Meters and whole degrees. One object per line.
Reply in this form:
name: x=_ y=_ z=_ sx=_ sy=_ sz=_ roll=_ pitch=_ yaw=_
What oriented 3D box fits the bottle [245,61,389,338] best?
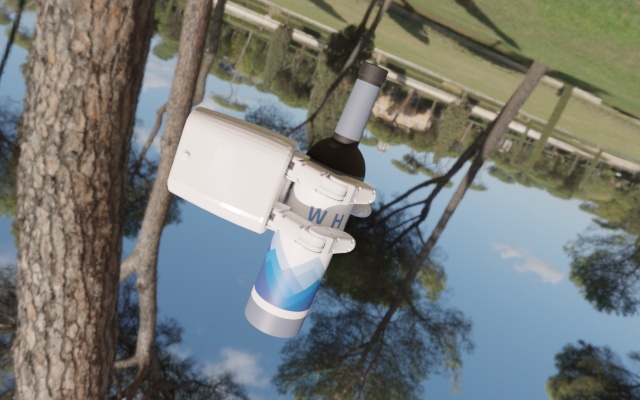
bottle: x=0.000 y=0.002 z=0.499 sx=0.069 sy=0.296 sz=0.069 roll=21 pitch=15 yaw=-6
